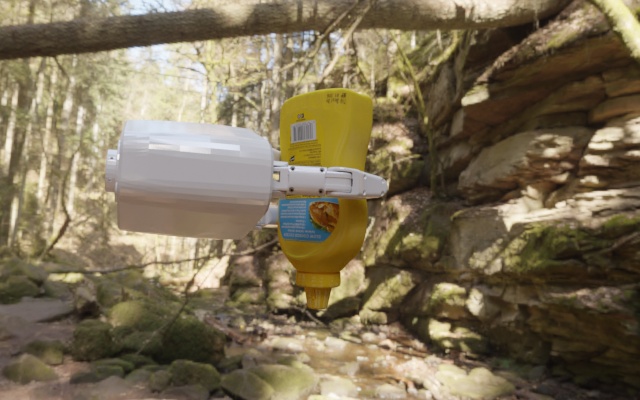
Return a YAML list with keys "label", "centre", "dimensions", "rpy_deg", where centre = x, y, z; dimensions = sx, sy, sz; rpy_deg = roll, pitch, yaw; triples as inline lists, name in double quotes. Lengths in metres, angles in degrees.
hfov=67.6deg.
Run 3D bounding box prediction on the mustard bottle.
- label: "mustard bottle"
  centre: [0.000, 0.001, 0.434]
  dimensions: [0.096, 0.191, 0.058]
  rpy_deg: [0, -4, 45]
